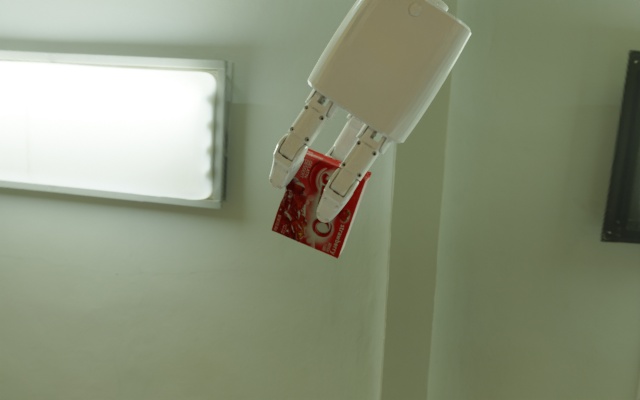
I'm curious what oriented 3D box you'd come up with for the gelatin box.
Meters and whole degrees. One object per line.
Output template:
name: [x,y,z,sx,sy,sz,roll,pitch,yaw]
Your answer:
gelatin box: [0.000,0.002,0.467,0.073,0.089,0.030,22,20,9]
